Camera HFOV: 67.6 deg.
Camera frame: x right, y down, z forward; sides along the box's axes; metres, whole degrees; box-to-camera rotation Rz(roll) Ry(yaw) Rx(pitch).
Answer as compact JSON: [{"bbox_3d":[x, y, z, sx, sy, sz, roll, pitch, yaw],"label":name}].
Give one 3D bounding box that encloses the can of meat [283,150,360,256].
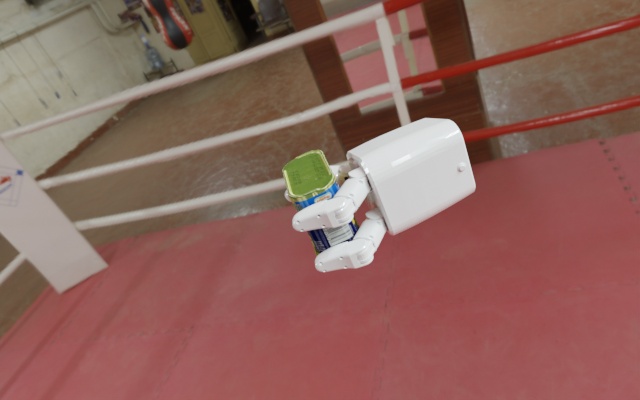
[{"bbox_3d":[0.000,0.001,0.533,0.057,0.084,0.102,-24,29,1],"label":"can of meat"}]
